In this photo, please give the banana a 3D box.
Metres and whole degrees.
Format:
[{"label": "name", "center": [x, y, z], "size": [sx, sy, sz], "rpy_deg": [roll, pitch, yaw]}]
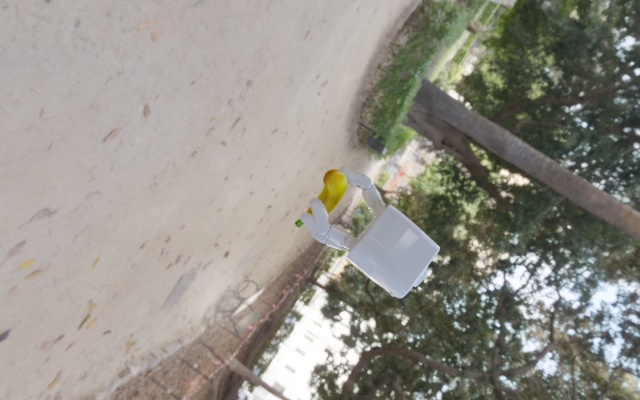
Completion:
[{"label": "banana", "center": [0.012, -0.007, 0.790], "size": [0.069, 0.037, 0.198], "rpy_deg": [-41, -9, -29]}]
